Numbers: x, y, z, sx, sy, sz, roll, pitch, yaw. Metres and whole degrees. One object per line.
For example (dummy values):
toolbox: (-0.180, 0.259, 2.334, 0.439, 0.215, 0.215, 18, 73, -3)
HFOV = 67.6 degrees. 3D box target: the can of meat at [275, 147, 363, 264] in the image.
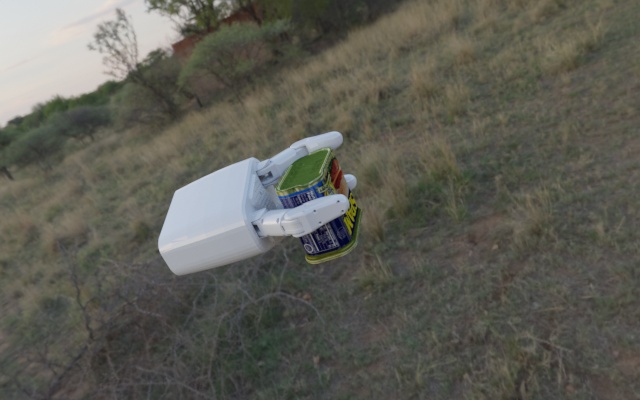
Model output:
can of meat: (0.000, 0.001, 0.500, 0.057, 0.084, 0.102, -18, 22, 18)
